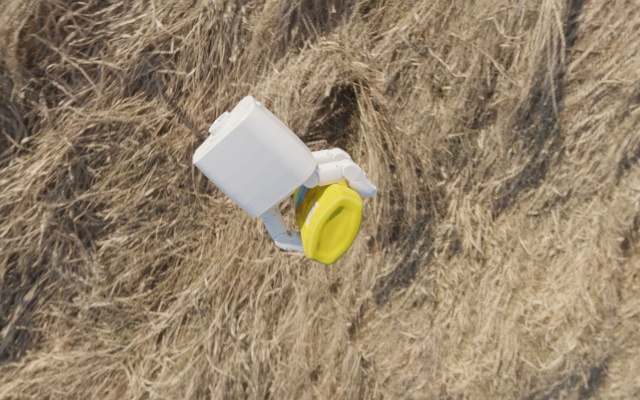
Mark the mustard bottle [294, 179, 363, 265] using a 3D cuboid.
[{"bbox_3d":[0.000,0.002,0.652,0.058,0.096,0.191,19,17,-19],"label":"mustard bottle"}]
